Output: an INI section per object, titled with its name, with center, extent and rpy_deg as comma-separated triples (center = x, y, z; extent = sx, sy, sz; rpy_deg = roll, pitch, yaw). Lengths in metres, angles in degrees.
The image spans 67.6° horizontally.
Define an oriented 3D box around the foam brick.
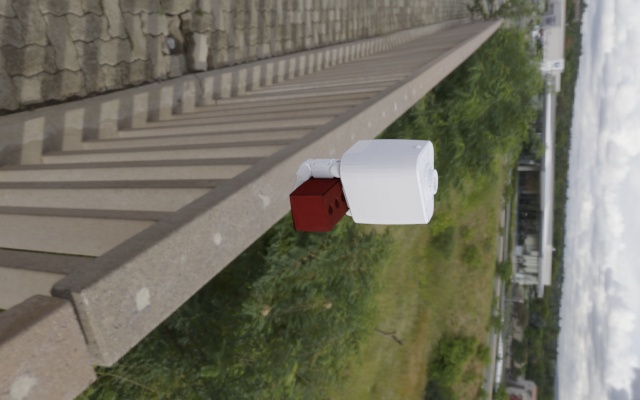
[foam brick]
center = 0.000, 0.002, 0.644
extent = 0.051, 0.053, 0.078
rpy_deg = 2, 24, 25
